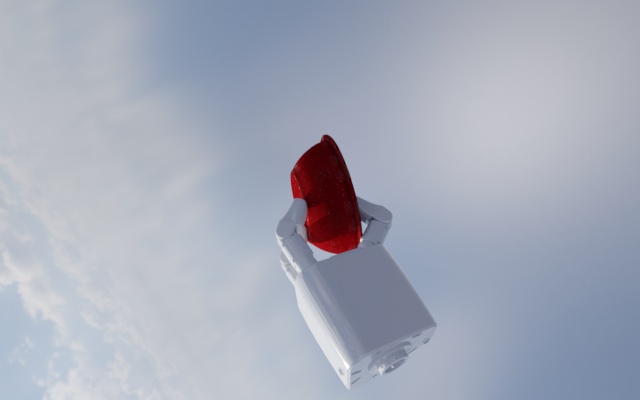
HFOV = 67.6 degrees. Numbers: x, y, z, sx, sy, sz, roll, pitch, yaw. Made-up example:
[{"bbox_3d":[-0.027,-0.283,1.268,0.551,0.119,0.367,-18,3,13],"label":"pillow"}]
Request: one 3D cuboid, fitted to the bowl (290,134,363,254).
[{"bbox_3d":[-0.001,0.001,0.597,0.055,0.162,0.162,-14,2,-9],"label":"bowl"}]
